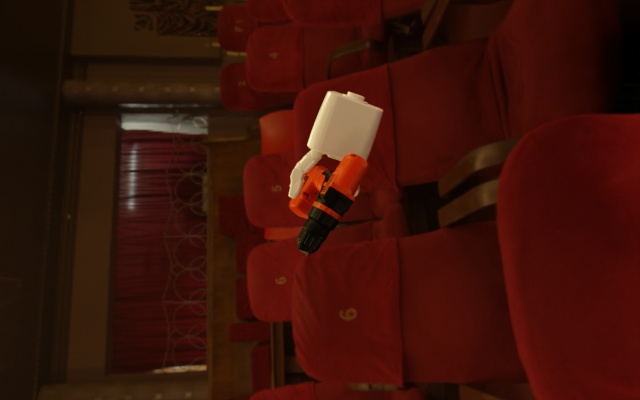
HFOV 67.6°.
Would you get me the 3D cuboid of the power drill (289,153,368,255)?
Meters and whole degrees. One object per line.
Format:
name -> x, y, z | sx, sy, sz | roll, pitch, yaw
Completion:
power drill -> 0.000, 0.002, 0.848 | 0.057, 0.184, 0.187 | 35, -6, -17
